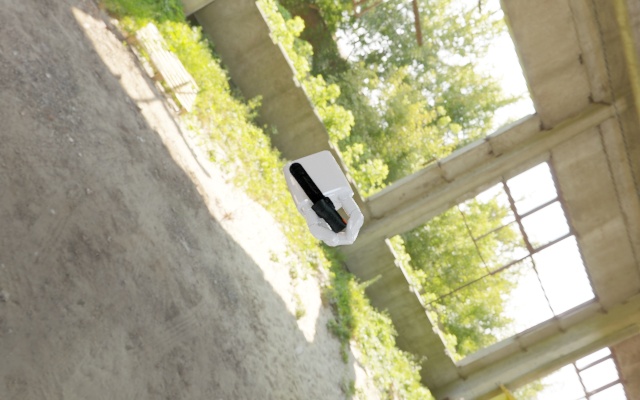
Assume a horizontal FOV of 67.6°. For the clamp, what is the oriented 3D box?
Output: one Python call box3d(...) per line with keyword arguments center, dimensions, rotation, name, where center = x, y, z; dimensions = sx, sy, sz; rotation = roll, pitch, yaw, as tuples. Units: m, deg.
box3d(center=(0.001, 0.003, 0.867), dimensions=(0.039, 0.120, 0.171), rotation=(-29, -32, 5), name="clamp")
